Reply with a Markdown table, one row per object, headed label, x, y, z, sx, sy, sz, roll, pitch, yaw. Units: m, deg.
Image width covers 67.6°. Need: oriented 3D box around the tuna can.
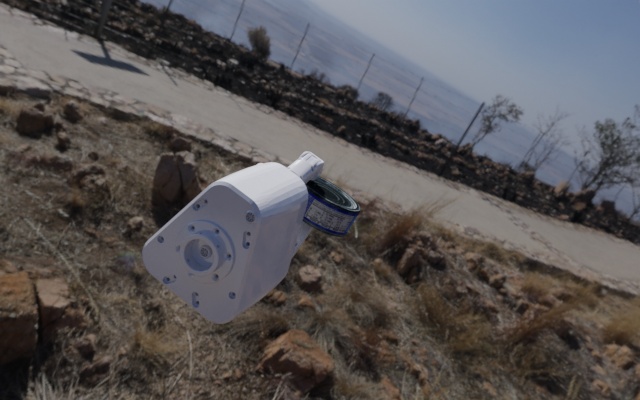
| label | x | y | z | sx | sy | sz | roll | pitch | yaw |
| --- | --- | --- | --- | --- | --- | --- | --- | --- | --- |
| tuna can | 0.000 | 0.001 | 0.524 | 0.086 | 0.034 | 0.086 | 29 | 15 | -8 |
